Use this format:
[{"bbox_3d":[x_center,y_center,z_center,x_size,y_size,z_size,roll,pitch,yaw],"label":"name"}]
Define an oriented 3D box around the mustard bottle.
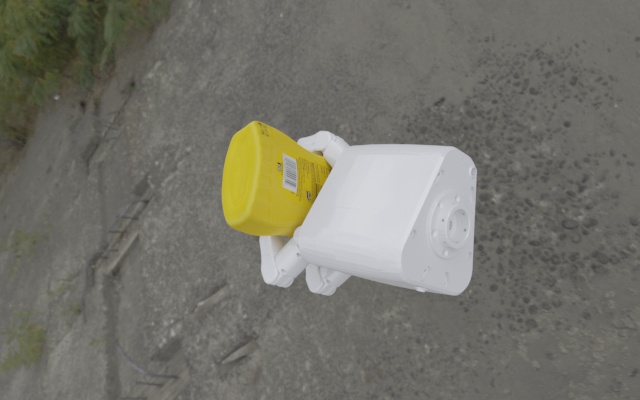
[{"bbox_3d":[0.000,0.001,0.461,0.192,0.096,0.058,21,-35,-39],"label":"mustard bottle"}]
